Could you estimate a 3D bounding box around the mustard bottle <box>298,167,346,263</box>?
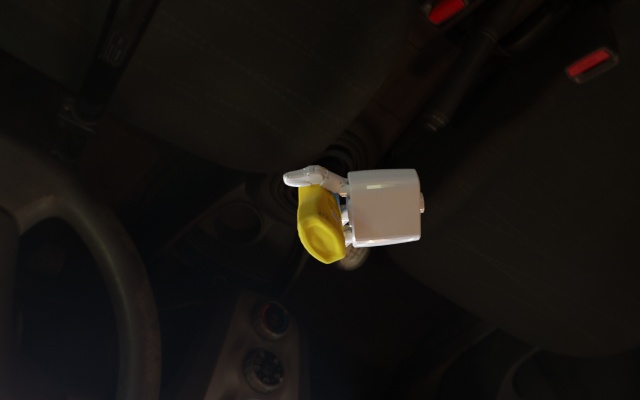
[{"bbox_3d":[0.000,0.003,0.755,0.058,0.096,0.191,-25,33,15],"label":"mustard bottle"}]
